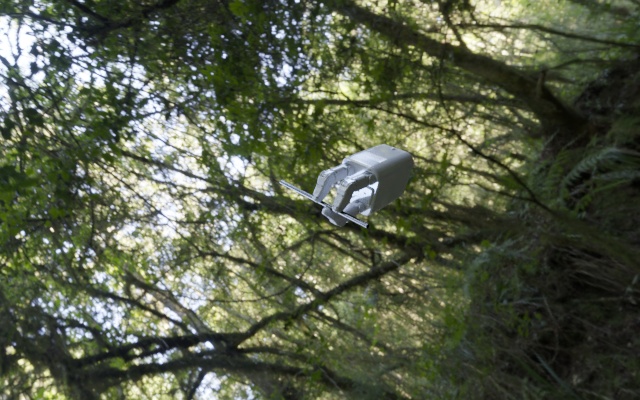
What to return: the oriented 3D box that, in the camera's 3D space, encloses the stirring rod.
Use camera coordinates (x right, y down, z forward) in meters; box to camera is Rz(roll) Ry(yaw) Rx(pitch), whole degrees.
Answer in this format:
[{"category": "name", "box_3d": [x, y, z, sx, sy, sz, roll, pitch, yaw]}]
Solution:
[{"category": "stirring rod", "box_3d": [0.000, 0.003, 0.881, 0.011, 0.011, 0.239, 0, 20, -44]}]
